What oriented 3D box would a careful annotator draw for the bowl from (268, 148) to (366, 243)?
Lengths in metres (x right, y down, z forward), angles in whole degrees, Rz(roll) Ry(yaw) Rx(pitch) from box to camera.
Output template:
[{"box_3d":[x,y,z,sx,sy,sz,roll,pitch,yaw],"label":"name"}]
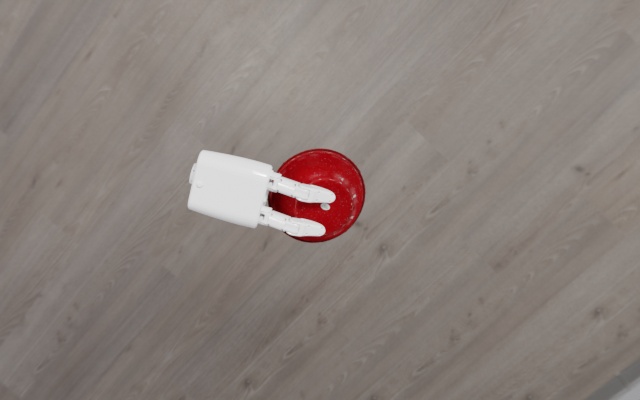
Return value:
[{"box_3d":[0.002,0.003,0.752,0.162,0.162,0.055,0,19,-12],"label":"bowl"}]
